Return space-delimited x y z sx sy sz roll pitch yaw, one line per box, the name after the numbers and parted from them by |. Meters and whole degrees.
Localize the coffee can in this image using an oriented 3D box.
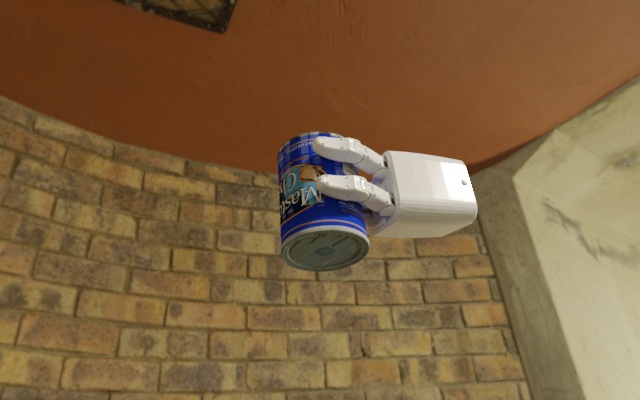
0.000 0.002 0.583 0.103 0.140 0.103 -4 -33 -2 | coffee can
